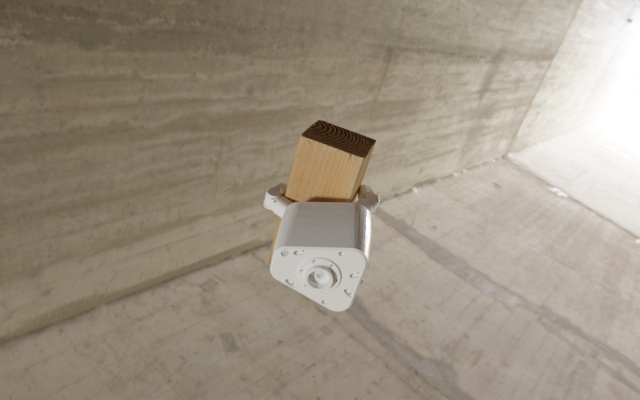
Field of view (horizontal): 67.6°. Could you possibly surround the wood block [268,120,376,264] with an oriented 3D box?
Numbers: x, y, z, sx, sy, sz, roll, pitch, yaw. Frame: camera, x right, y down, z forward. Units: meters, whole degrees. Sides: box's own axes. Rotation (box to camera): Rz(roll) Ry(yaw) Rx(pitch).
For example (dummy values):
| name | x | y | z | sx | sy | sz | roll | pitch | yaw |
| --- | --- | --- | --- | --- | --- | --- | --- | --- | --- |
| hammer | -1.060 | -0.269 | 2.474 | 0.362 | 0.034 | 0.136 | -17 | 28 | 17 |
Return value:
| name | x | y | z | sx | sy | sz | roll | pitch | yaw |
| --- | --- | --- | --- | --- | --- | --- | --- | --- | --- |
| wood block | 0.000 | 0.002 | 0.689 | 0.091 | 0.206 | 0.090 | 21 | 28 | 8 |
